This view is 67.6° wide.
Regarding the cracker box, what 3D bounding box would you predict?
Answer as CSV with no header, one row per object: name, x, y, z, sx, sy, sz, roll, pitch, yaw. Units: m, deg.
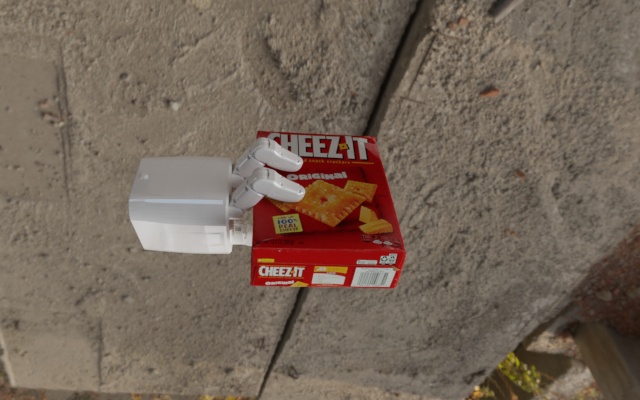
cracker box,0.000,0.002,0.578,0.164,0.072,0.213,2,42,-8
